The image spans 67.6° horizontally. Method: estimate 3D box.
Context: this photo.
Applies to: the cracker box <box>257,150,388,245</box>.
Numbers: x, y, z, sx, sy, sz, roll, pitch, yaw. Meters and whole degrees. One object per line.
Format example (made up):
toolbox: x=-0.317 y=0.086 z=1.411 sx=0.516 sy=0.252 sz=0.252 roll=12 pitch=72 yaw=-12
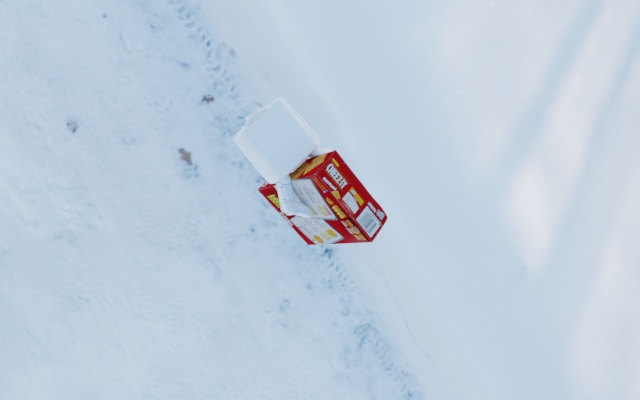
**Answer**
cracker box: x=0.000 y=0.003 z=0.899 sx=0.072 sy=0.164 sz=0.214 roll=-50 pitch=21 yaw=-27
